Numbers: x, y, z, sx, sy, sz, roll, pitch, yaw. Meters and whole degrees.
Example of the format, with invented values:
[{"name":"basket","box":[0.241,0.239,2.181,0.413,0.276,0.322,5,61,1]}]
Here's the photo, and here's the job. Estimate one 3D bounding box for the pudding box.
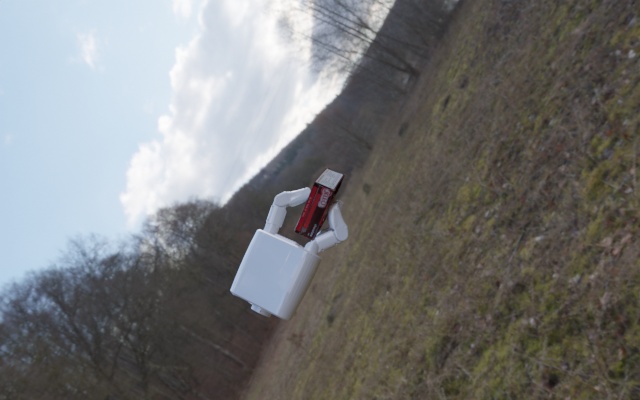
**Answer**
[{"name":"pudding box","box":[0.000,0.002,0.767,0.039,0.090,0.113,24,19,1]}]
